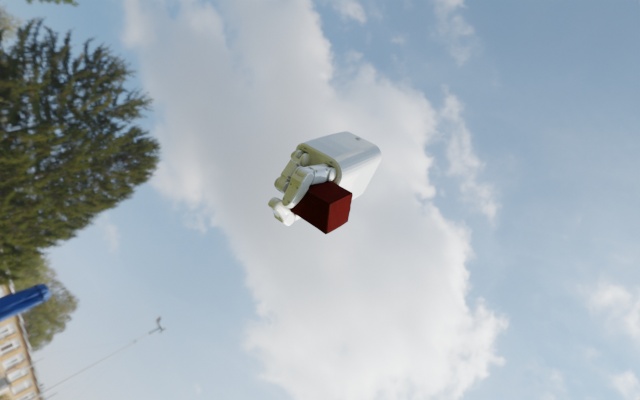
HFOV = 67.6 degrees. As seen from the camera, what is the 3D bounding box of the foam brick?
[{"bbox_3d":[0.000,0.003,0.691,0.078,0.053,0.051,32,38,33],"label":"foam brick"}]
